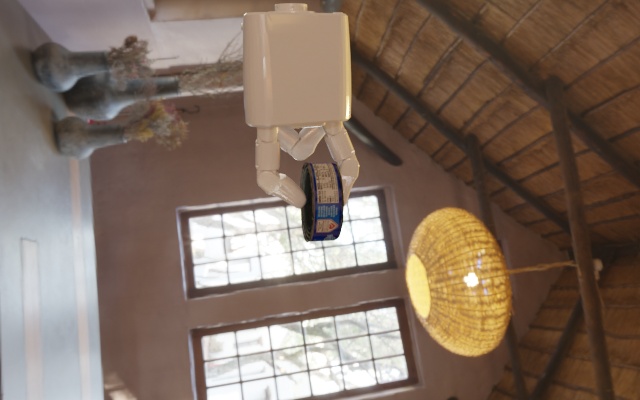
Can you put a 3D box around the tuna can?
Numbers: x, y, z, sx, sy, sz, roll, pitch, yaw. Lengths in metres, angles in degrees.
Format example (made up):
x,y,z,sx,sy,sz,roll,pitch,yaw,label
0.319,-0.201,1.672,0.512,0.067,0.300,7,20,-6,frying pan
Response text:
x,y,z,sx,sy,sz,roll,pitch,yaw,label
0.001,0.002,0.514,0.034,0.086,0.086,-1,0,-11,tuna can
